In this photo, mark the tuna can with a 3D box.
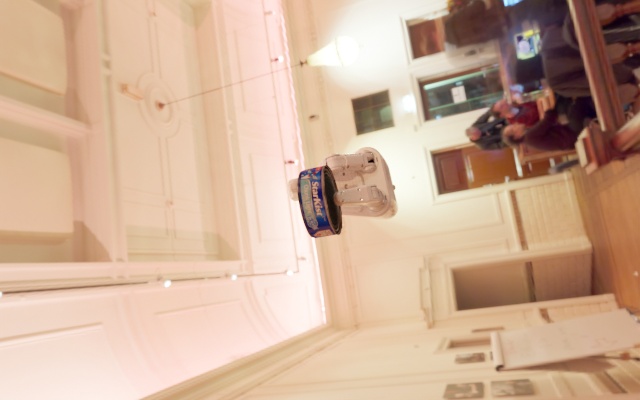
[{"bbox_3d":[0.000,0.002,0.578,0.034,0.086,0.086,-10,-2,12],"label":"tuna can"}]
